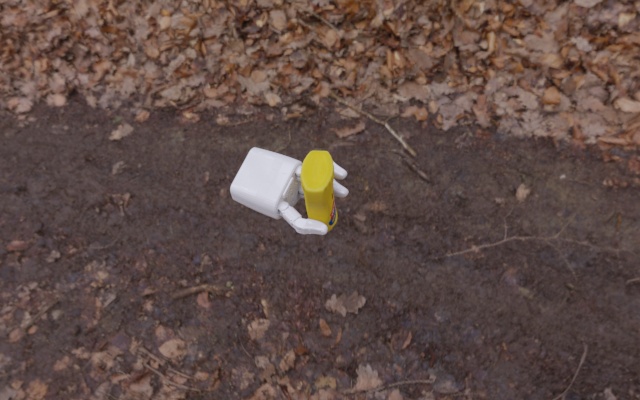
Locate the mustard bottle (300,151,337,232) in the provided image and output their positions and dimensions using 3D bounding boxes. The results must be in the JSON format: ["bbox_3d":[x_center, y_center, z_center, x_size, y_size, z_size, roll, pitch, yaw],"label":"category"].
[{"bbox_3d":[0.000,0.003,0.894,0.058,0.096,0.192,1,-37,5],"label":"mustard bottle"}]
